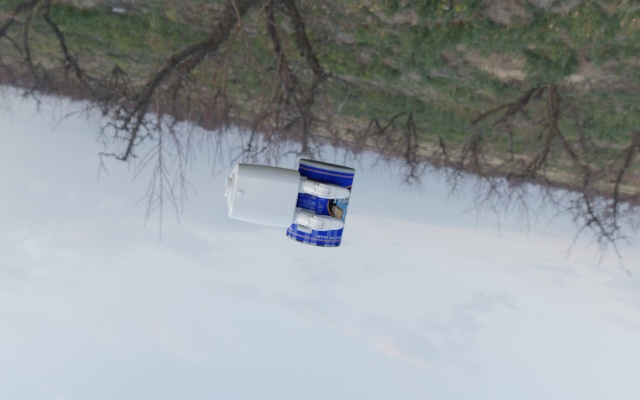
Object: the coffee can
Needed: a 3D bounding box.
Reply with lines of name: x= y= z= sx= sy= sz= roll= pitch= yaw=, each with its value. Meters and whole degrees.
coffee can: x=0.000 y=0.003 z=0.860 sx=0.103 sy=0.140 sz=0.103 roll=11 pitch=8 yaw=-1
